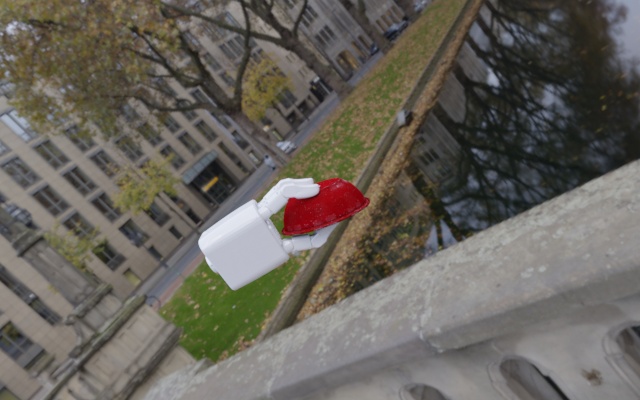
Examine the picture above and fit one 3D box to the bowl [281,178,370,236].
[{"bbox_3d":[0.001,0.002,0.810,0.162,0.055,0.162,-19,9,3],"label":"bowl"}]
